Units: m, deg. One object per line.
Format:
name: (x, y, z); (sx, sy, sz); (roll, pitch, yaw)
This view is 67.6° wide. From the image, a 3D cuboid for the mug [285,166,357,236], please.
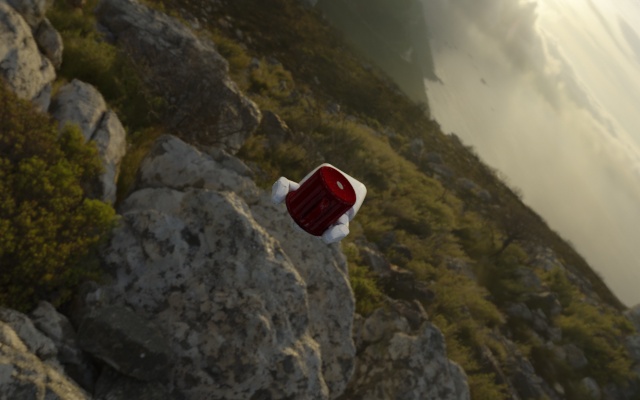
mug: (0.000, 0.003, 0.764); (0.081, 0.093, 0.117); (-42, 5, 29)
